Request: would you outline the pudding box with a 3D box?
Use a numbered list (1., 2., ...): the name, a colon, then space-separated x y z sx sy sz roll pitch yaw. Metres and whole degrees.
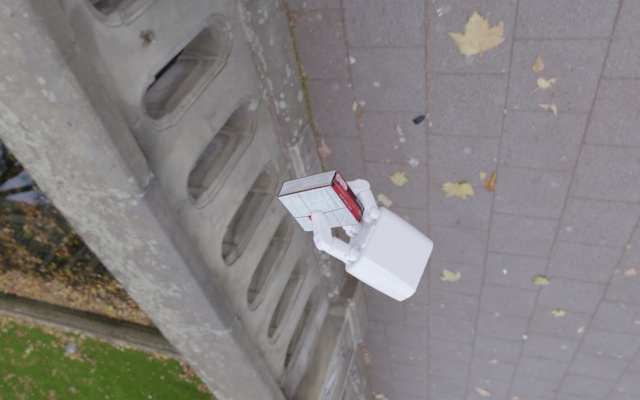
1. pudding box: 0.000 0.003 0.755 0.113 0.039 0.090 -12 -51 35
